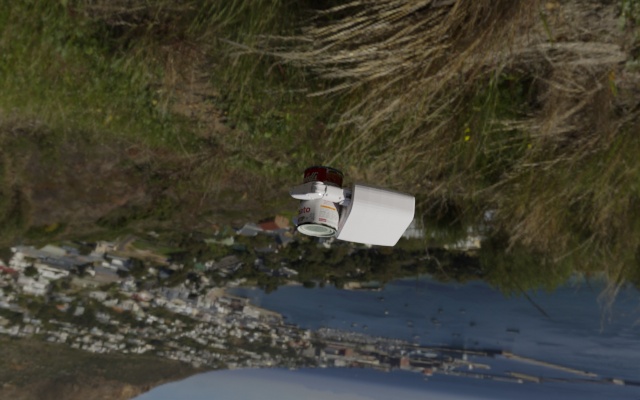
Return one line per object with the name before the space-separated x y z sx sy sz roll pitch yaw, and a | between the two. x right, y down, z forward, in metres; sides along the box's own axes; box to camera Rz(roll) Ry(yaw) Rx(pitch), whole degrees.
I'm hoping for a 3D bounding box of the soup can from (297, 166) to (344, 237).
soup can | 0.000 0.003 0.793 0.068 0.102 0.068 6 -20 2
